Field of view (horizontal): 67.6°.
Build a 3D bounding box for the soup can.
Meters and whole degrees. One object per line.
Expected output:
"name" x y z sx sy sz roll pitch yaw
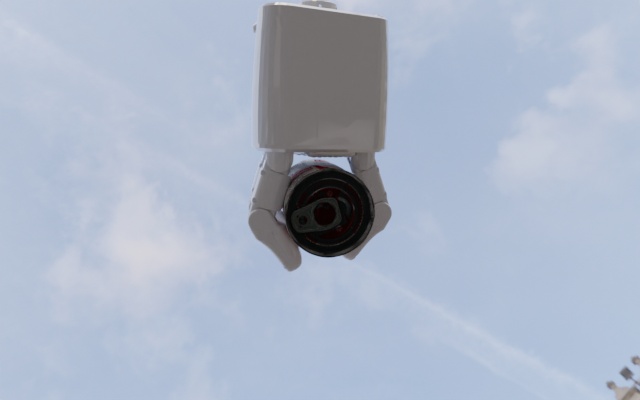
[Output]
"soup can" 0.000 0.002 0.403 0.068 0.068 0.102 0 10 -8
